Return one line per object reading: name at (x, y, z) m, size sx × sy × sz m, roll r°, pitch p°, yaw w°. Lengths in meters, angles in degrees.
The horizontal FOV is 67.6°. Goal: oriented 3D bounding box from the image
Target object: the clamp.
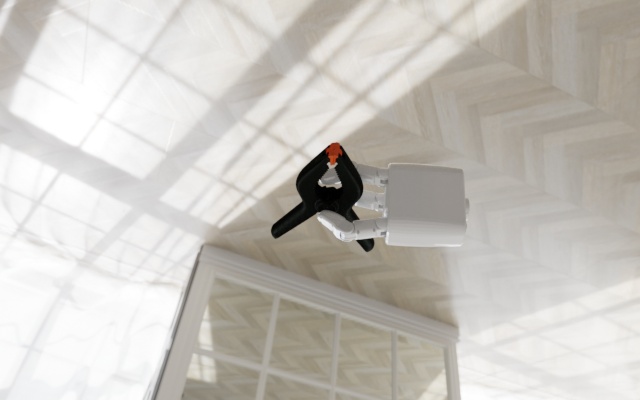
clamp at (0.000, 0.003, 0.694) m, size 0.164 × 0.036 × 0.210 m, roll 3°, pitch -42°, yaw 6°
